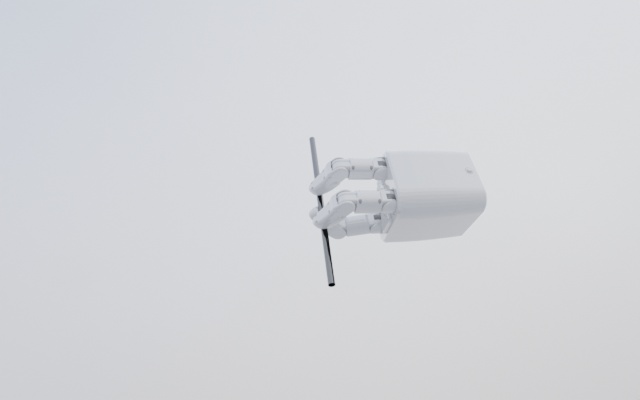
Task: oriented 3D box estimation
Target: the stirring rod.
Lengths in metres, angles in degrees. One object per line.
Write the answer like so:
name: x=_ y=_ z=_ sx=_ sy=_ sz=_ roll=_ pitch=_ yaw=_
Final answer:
stirring rod: x=0.000 y=0.002 z=0.591 sx=0.011 sy=0.239 sz=0.011 roll=-4 pitch=-42 yaw=-4
